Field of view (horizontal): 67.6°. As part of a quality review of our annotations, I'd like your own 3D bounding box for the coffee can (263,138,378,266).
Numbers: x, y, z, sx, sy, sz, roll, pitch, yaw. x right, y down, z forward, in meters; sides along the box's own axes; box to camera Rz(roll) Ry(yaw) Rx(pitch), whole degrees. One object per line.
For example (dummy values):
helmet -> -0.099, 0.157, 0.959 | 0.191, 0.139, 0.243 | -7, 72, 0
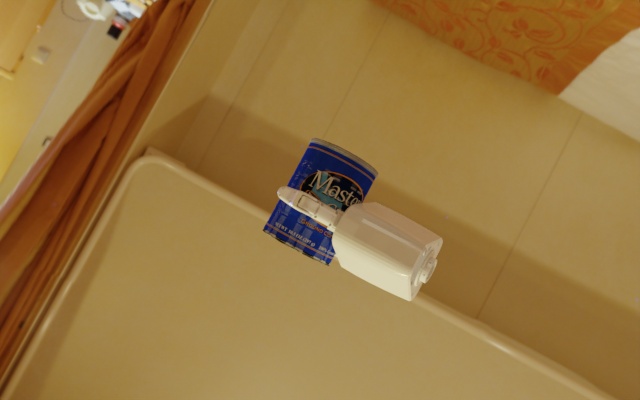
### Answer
coffee can -> 0.000, 0.002, 0.641 | 0.103, 0.140, 0.103 | 28, -3, 2
